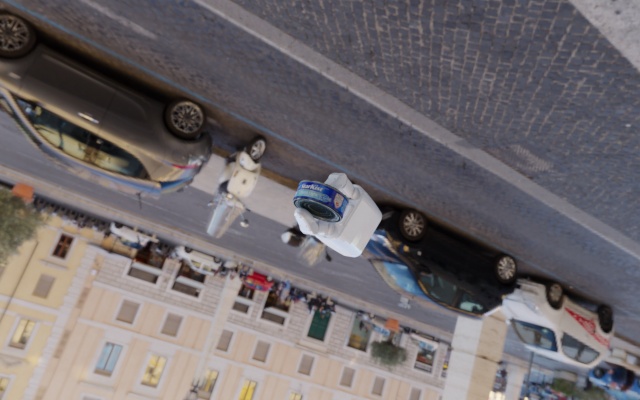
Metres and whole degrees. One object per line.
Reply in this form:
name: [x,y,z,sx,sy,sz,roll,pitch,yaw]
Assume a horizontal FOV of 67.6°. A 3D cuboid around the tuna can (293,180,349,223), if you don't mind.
tuna can: [0.000,0.003,0.761,0.086,0.033,0.086,19,-19,7]
